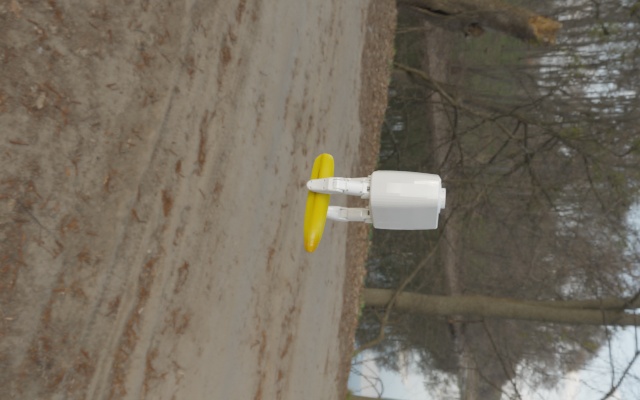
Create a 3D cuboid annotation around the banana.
[{"bbox_3d":[0.000,-0.011,0.796,0.037,0.197,0.070,5,-36,7],"label":"banana"}]
